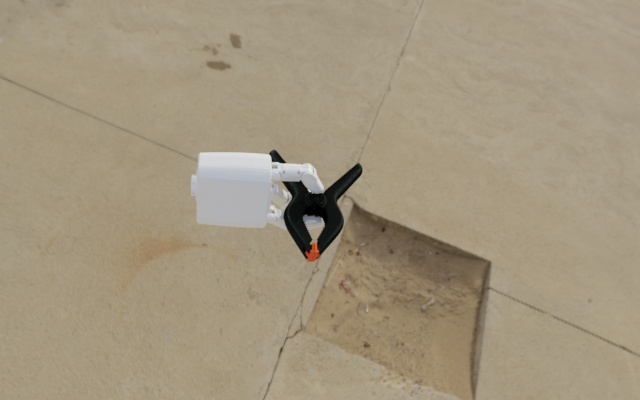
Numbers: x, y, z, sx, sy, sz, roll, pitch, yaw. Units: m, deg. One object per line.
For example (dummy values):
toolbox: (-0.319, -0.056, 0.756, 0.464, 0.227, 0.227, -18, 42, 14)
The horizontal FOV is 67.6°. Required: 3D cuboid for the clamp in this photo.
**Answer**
clamp: (0.000, 0.002, 0.769, 0.164, 0.209, 0.036, 2, -39, -12)
